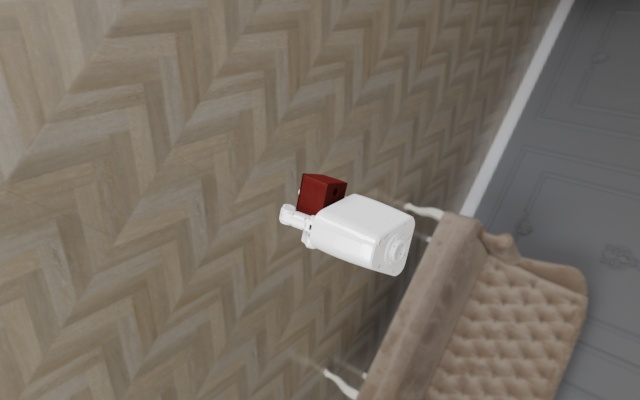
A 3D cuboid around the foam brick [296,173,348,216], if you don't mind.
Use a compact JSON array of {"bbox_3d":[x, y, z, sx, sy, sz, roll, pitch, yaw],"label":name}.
[{"bbox_3d":[0.000,0.002,0.727,0.051,0.078,0.053,20,15,36],"label":"foam brick"}]
